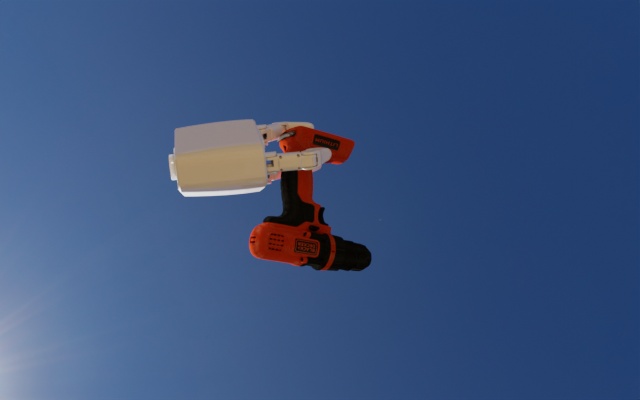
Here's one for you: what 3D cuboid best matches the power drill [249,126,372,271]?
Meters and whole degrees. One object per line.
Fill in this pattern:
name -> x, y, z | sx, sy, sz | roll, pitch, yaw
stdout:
power drill -> 0.000, 0.002, 0.664 | 0.184, 0.187, 0.057 | 13, -13, -30
